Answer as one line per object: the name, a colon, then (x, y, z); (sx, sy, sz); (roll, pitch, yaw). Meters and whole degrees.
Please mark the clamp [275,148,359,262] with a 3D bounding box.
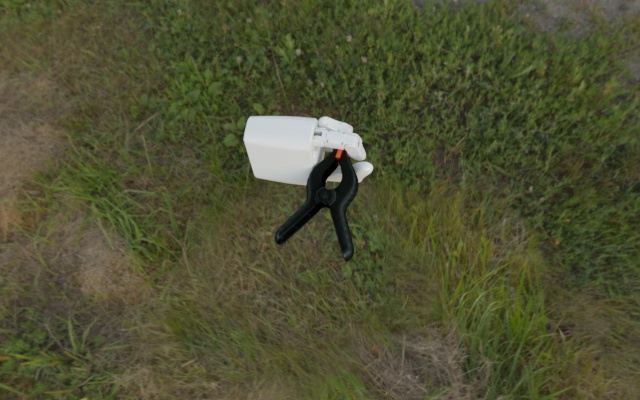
clamp: (0.000, 0.002, 0.707); (0.120, 0.171, 0.039); (6, -21, 11)
